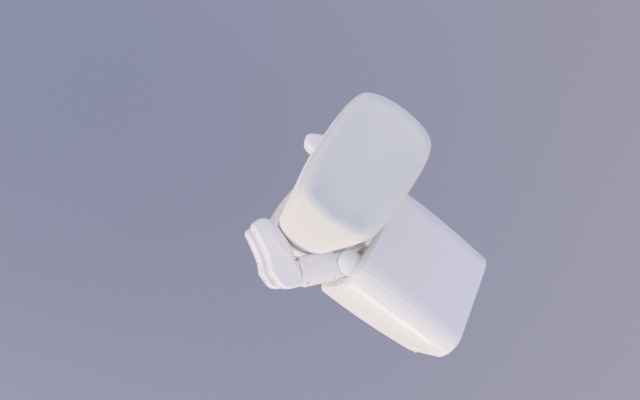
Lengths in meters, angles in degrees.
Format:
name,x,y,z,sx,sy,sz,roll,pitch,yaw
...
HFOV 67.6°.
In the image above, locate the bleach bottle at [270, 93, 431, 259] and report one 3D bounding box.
name,x,y,z,sx,sy,sz,roll,pitch,yaw
bleach bottle,0.000,0.001,0.424,0.068,0.102,0.251,36,-17,-5
